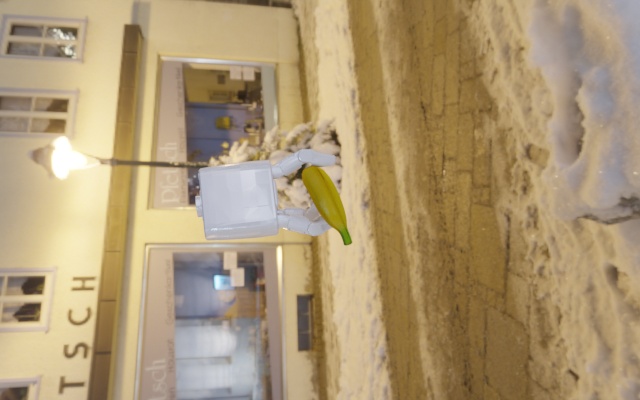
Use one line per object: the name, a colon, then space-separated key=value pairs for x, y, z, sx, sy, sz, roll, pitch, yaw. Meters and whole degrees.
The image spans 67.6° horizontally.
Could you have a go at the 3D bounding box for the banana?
banana: x=-0.001 y=-0.012 z=0.701 sx=0.037 sy=0.070 sz=0.197 roll=-13 pitch=32 yaw=-9
